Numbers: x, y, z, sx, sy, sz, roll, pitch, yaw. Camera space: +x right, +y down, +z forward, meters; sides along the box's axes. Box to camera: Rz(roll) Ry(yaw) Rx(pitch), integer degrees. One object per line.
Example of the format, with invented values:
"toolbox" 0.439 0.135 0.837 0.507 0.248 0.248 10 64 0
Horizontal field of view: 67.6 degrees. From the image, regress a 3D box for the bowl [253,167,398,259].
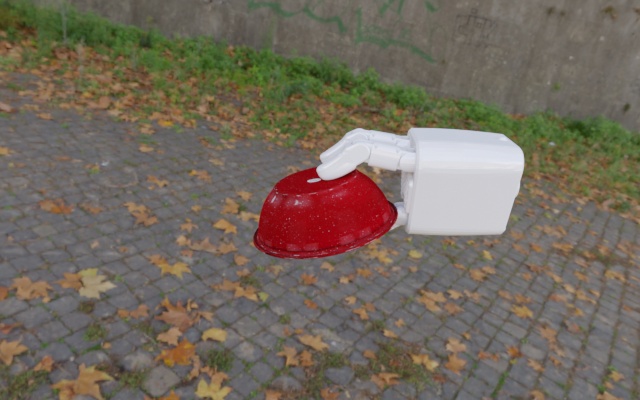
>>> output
"bowl" -0.001 0.002 0.517 0.162 0.055 0.162 -11 20 4
